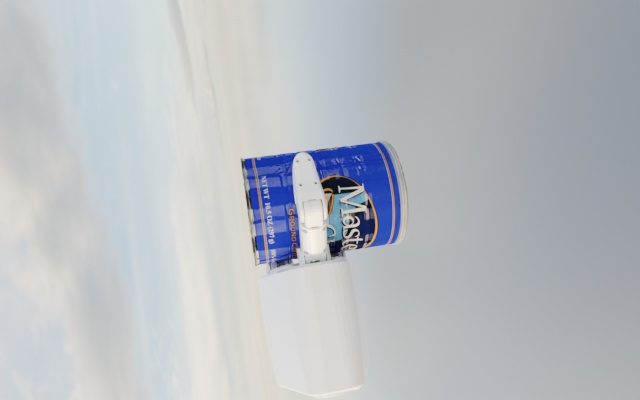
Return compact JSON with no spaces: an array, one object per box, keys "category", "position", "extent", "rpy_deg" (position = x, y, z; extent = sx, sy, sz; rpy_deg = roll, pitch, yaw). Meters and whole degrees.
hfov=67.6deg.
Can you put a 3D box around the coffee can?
[{"category":"coffee can","position":[0.000,0.001,0.458],"extent":[0.140,0.103,0.103],"rpy_deg":[-8,1,-9]}]
